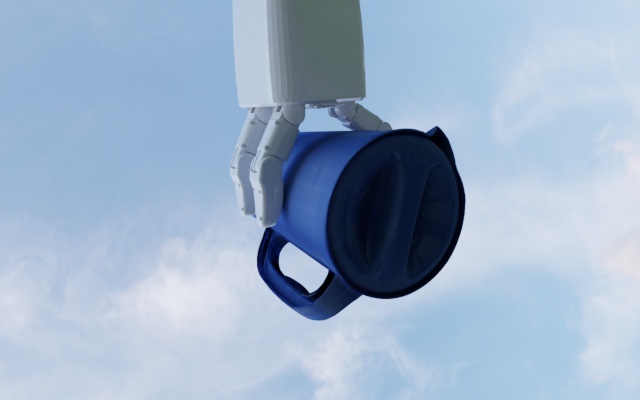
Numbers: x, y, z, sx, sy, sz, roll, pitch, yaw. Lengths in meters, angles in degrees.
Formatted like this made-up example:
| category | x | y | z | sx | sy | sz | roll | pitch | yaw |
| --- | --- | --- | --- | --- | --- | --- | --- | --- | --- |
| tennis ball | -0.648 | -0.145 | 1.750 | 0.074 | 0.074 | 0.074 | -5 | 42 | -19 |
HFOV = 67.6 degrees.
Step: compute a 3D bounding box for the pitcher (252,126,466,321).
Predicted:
| category | x | y | z | sx | sy | sz | roll | pitch | yaw |
| --- | --- | --- | --- | --- | --- | --- | --- | --- | --- |
| pitcher | 0.000 | 0.001 | 0.458 | 0.149 | 0.145 | 0.243 | -12 | 15 | -27 |
